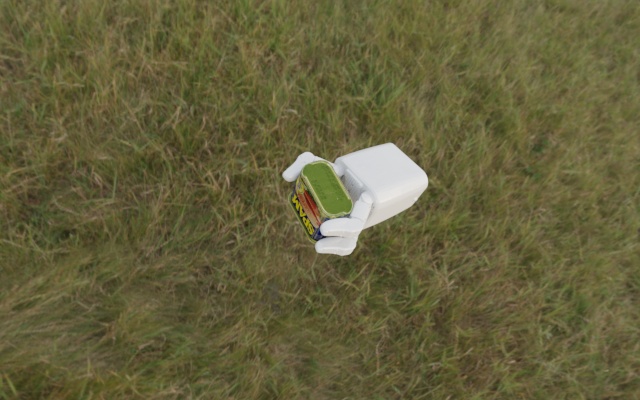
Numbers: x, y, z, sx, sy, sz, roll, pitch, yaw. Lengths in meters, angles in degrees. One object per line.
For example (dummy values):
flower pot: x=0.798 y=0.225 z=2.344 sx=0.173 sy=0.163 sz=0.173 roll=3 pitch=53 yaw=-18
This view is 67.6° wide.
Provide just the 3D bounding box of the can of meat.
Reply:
can of meat: x=0.000 y=0.002 z=0.718 sx=0.057 sy=0.102 sz=0.084 roll=-18 pitch=-24 yaw=-26
